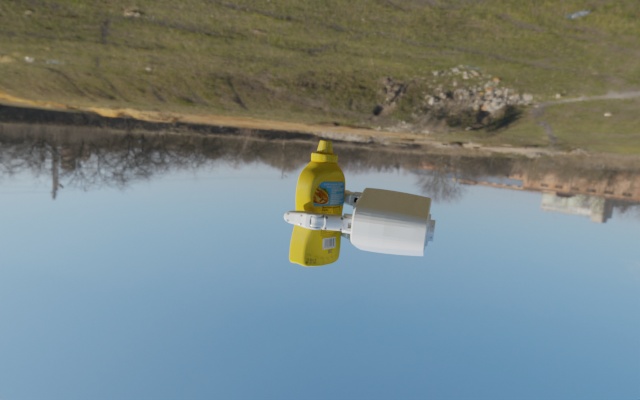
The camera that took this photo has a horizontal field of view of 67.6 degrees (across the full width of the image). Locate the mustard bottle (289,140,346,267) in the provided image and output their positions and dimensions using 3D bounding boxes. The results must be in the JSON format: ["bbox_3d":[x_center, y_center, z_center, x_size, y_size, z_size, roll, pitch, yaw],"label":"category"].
[{"bbox_3d":[0.000,0.003,0.746,0.058,0.191,0.096,11,8,38],"label":"mustard bottle"}]
